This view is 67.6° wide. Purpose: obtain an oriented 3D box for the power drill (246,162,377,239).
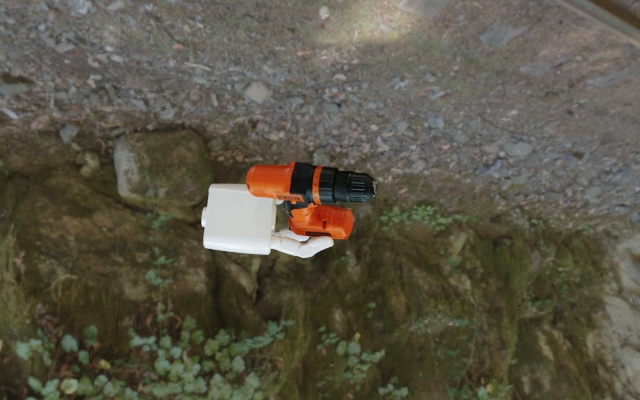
[{"bbox_3d":[0.000,0.003,0.722,0.184,0.057,0.188,6,-23,15],"label":"power drill"}]
